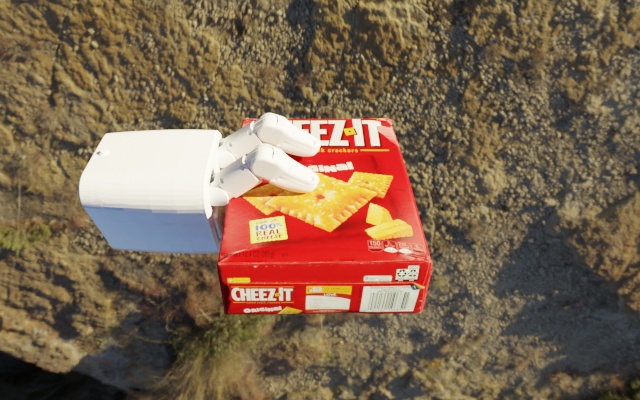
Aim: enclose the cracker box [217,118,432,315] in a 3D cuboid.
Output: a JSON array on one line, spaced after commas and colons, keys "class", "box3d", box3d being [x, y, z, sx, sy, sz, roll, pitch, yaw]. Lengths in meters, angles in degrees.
[{"class": "cracker box", "box3d": [0.000, 0.002, 0.448, 0.164, 0.072, 0.213, 0, 40, -3]}]
